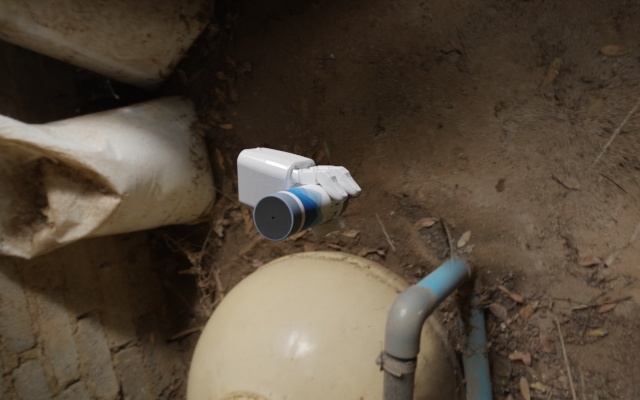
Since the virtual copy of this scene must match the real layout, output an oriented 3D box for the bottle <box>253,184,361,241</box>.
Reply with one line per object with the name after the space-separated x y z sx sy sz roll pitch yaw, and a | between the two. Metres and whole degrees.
0.000 0.003 0.794 0.069 0.069 0.295 0 9 27 | bottle
